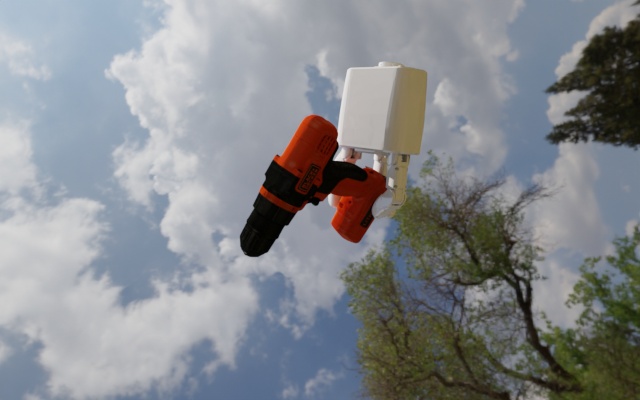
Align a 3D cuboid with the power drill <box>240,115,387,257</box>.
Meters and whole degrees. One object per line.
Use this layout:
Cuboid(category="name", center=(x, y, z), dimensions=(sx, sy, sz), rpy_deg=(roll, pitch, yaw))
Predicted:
Cuboid(category="power drill", center=(0.000, 0.002, 0.609), dimensions=(0.057, 0.184, 0.188), rpy_deg=(38, 11, 37))
